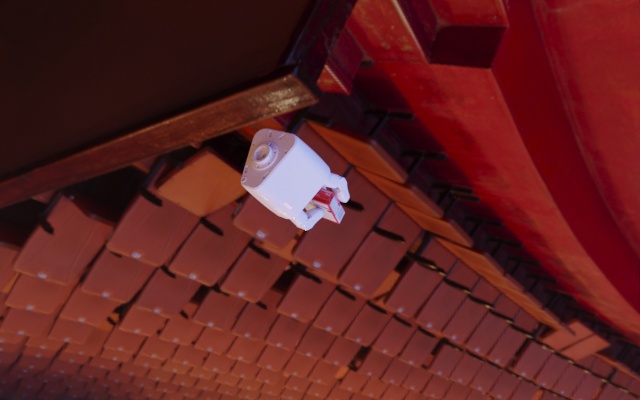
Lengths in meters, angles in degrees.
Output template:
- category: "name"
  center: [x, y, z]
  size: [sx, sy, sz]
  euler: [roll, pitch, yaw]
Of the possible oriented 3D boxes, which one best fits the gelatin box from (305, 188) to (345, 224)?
- category: "gelatin box"
  center: [0.000, 0.003, 0.882]
  size: [0.073, 0.030, 0.089]
  euler: [21, -18, 24]
